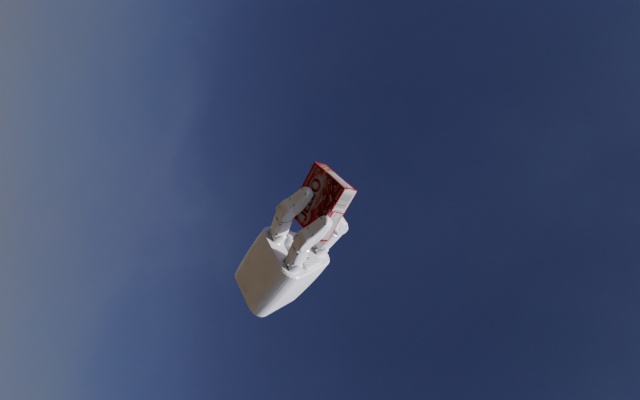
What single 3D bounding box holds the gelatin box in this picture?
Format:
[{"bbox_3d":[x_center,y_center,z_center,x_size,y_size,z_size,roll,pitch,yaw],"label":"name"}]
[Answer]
[{"bbox_3d":[0.001,0.002,0.676,0.030,0.089,0.073,10,26,-47],"label":"gelatin box"}]
